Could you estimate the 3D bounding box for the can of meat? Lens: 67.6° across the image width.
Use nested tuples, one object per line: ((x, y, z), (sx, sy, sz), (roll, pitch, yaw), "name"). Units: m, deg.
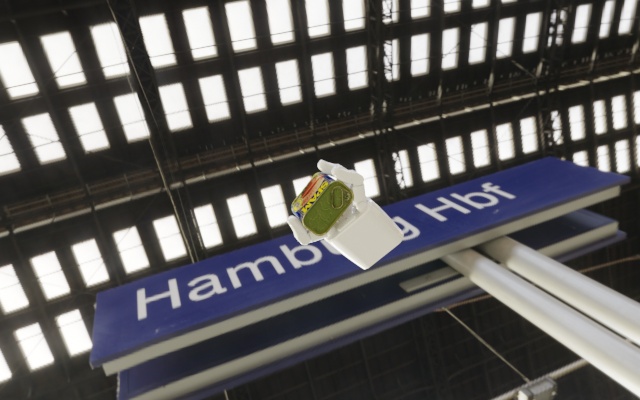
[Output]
((0.000, 0.003, 0.864), (0.057, 0.102, 0.084), (39, 0, -26), "can of meat")
